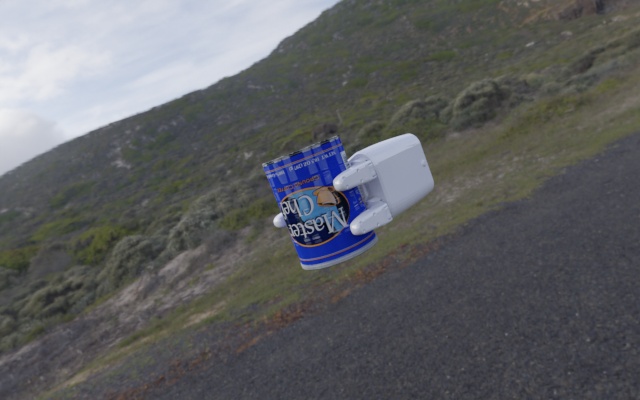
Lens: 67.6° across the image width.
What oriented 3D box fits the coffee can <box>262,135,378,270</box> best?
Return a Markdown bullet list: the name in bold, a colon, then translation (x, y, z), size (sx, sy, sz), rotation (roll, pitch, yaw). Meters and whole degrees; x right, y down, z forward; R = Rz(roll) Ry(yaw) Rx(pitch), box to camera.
- **coffee can**: translation (0.000, 0.002, 0.597), size (0.103, 0.140, 0.103), rotation (-21, 7, 3)
